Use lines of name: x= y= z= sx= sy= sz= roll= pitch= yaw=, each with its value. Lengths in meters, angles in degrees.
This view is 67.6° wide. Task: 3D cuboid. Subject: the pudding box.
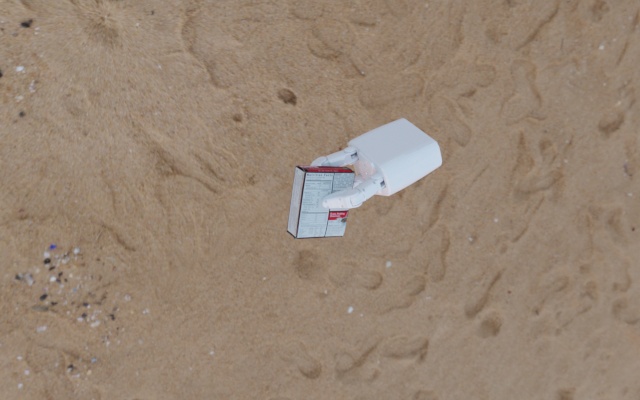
pudding box: x=0.000 y=0.002 z=0.746 sx=0.090 sy=0.113 sz=0.039 roll=0 pitch=18 yaw=-27
